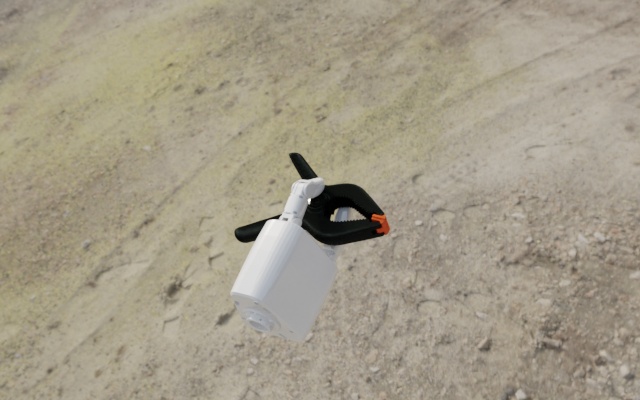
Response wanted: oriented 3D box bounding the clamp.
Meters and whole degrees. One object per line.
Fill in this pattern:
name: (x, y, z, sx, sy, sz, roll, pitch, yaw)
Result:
clamp: (0.000, 0.002, 0.655, 0.210, 0.164, 0.036, 7, -34, 28)
